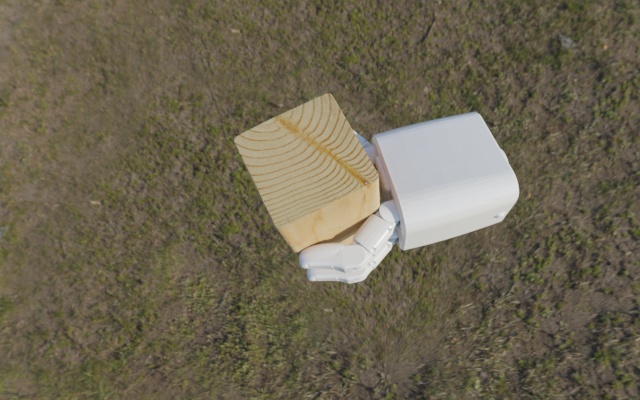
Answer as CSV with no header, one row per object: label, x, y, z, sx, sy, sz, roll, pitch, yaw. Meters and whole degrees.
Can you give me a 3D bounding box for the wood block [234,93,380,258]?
wood block,0.000,0.001,0.466,0.090,0.090,0.206,-26,-21,-2
